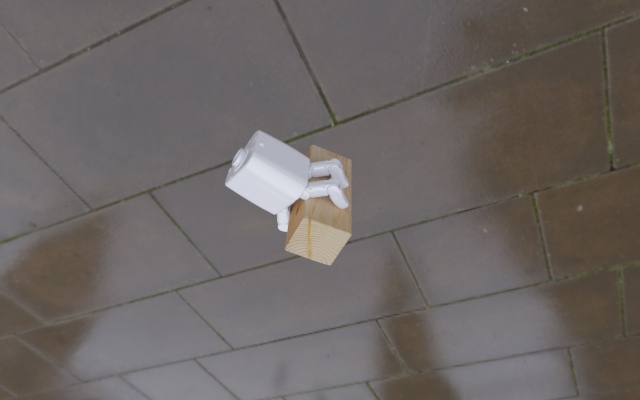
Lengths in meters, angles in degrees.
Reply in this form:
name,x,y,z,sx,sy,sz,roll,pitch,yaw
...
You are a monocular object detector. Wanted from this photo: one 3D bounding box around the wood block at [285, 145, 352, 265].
name,x,y,z,sx,sy,sz,roll,pitch,yaw
wood block,0.000,0.003,0.879,0.090,0.091,0.206,20,40,-14
